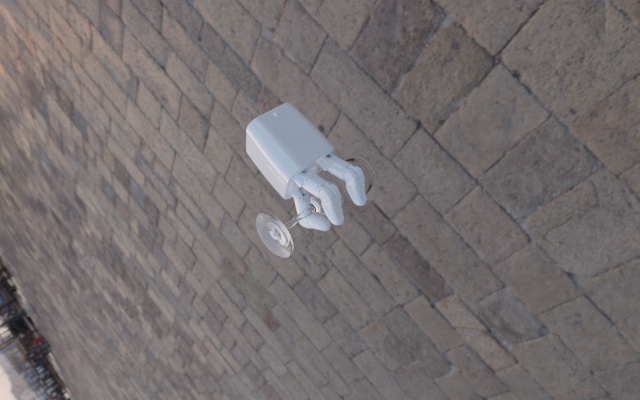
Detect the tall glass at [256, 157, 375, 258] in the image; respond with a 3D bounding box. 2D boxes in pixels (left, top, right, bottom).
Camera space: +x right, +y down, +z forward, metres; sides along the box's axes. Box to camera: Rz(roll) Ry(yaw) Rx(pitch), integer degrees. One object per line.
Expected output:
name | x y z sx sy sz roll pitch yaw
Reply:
tall glass | 0.000 0.003 0.730 0.201 0.079 0.079 -35 22 -35
